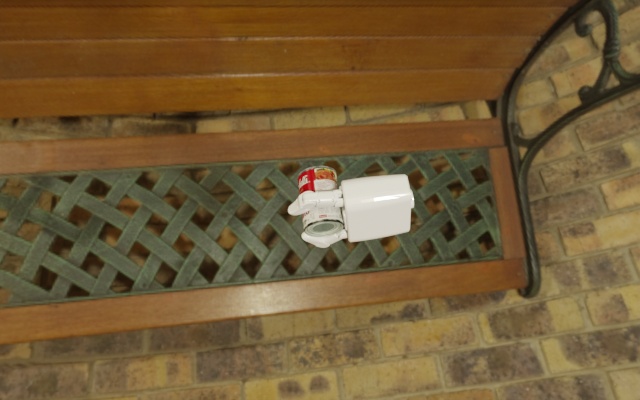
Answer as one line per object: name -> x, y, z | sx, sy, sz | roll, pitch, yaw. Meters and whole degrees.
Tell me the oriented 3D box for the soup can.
soup can -> 0.000, 0.003, 0.803 | 0.068, 0.102, 0.068 | -6, -26, -3
